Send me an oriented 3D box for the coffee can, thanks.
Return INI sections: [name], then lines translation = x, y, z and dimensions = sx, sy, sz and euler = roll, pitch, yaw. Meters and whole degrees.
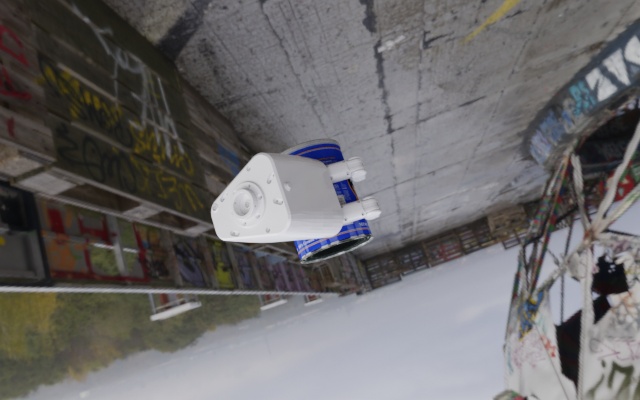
[coffee can]
translation = 0.000, 0.002, 0.647
dimensions = 0.103, 0.140, 0.103
euler = -18, -14, -5
